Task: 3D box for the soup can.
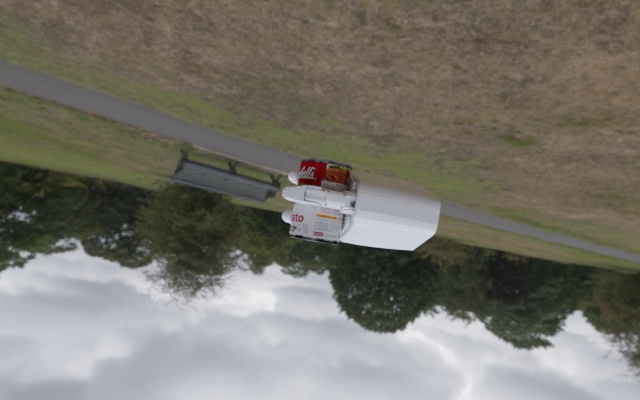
[{"bbox_3d":[0.000,0.002,0.619,0.068,0.102,0.068,9,-3,1],"label":"soup can"}]
